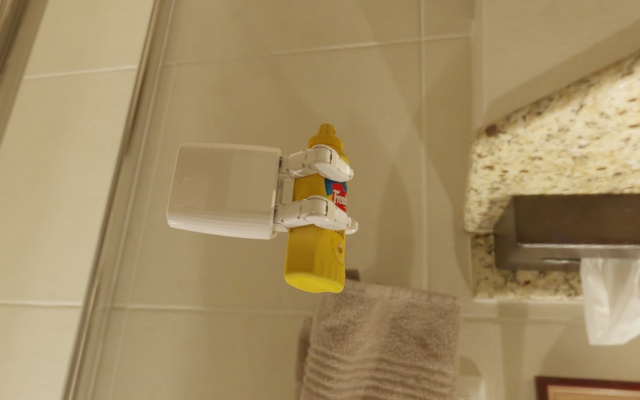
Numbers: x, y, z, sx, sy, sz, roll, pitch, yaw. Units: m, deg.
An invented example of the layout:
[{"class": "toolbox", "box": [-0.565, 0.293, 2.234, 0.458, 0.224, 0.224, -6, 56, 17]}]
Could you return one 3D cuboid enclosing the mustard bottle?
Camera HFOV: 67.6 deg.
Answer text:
[{"class": "mustard bottle", "box": [0.000, 0.002, 0.536, 0.058, 0.191, 0.096, -4, -22, 21]}]
